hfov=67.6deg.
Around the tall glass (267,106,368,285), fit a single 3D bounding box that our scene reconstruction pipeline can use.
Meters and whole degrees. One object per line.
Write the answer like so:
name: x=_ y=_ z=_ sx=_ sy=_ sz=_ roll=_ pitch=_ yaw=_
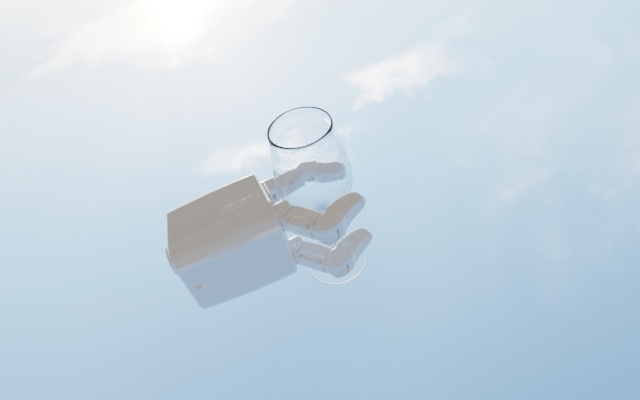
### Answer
tall glass: x=0.000 y=0.002 z=0.502 sx=0.079 sy=0.079 sz=0.201 roll=0 pitch=-44 yaw=15
